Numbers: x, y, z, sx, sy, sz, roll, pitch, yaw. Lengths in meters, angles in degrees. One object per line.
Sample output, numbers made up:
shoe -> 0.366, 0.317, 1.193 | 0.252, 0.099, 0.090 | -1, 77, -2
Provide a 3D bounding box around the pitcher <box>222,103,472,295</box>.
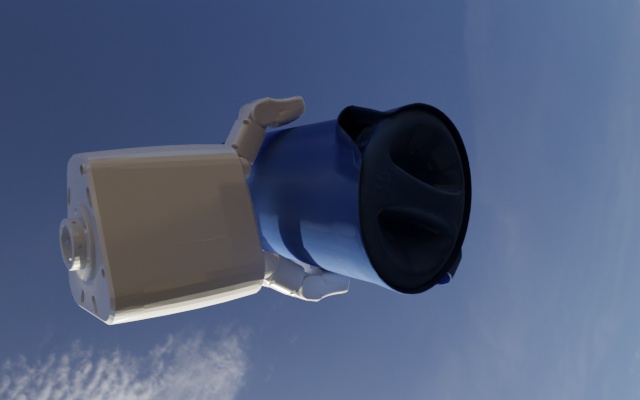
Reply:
pitcher -> 0.000, 0.001, 0.422 | 0.145, 0.149, 0.243 | -9, 8, -42
